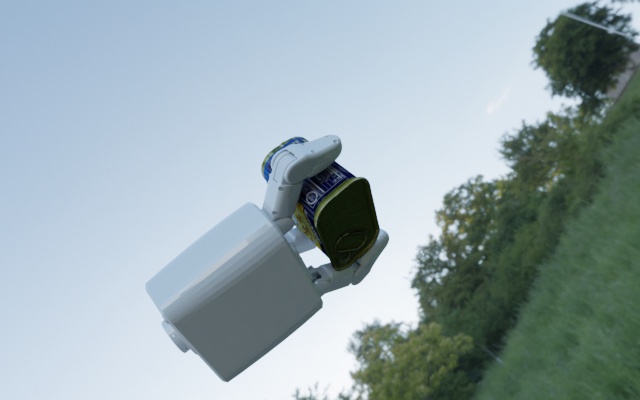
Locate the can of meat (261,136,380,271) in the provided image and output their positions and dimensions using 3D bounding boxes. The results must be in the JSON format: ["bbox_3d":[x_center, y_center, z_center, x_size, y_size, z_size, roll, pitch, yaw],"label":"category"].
[{"bbox_3d":[0.000,0.001,0.426,0.084,0.057,0.102,40,-17,35],"label":"can of meat"}]
